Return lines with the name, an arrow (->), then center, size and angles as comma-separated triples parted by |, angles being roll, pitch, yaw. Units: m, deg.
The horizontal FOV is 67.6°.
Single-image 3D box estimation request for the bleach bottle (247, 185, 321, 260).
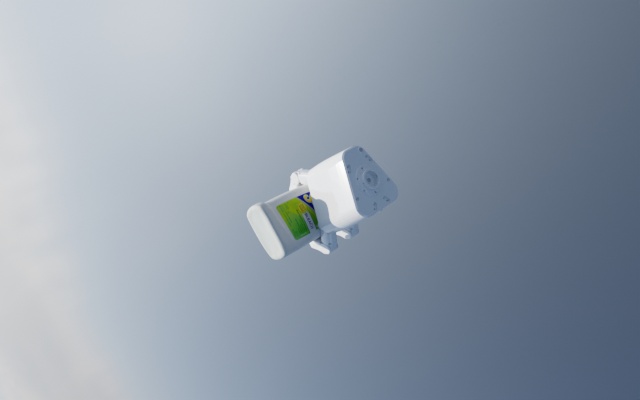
bleach bottle -> 0.000, 0.003, 0.841 | 0.250, 0.102, 0.068 | -31, 3, -34
